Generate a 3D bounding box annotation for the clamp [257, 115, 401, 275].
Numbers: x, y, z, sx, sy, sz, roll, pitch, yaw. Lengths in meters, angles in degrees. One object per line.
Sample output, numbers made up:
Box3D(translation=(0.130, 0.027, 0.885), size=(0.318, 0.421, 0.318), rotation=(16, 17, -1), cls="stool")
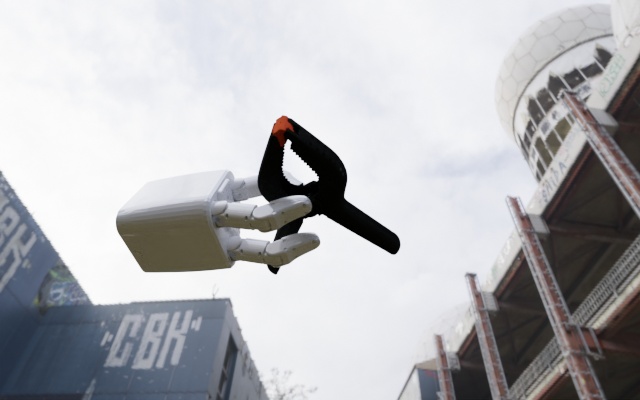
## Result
Box3D(translation=(0.000, 0.001, 0.520), size=(0.164, 0.210, 0.036), rotation=(-7, 40, 7), cls="clamp")
